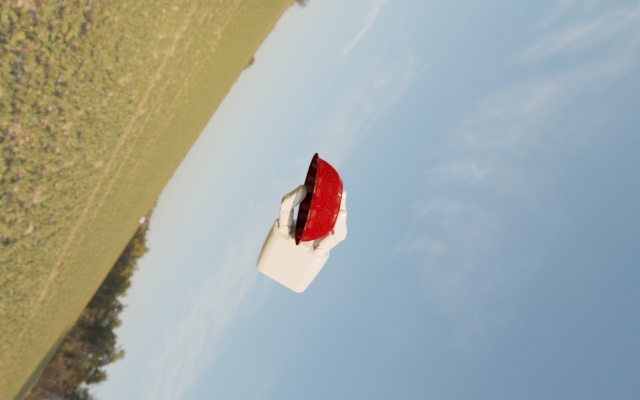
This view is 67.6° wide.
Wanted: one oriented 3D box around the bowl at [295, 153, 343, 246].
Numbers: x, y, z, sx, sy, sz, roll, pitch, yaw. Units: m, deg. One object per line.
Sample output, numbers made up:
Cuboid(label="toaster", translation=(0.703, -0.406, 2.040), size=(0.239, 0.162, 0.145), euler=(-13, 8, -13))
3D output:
Cuboid(label="bowl", translation=(0.001, 0.002, 0.812), size=(0.055, 0.162, 0.162), euler=(12, -2, -8))
